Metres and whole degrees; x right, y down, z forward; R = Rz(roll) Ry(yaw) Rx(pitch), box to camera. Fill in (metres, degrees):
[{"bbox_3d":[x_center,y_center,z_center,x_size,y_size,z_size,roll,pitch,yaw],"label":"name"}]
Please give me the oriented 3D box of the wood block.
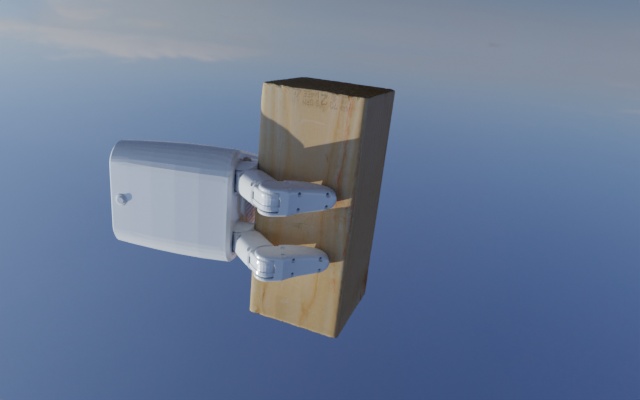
[{"bbox_3d":[0.000,0.001,0.429,0.090,0.206,0.090,13,21,18],"label":"wood block"}]
